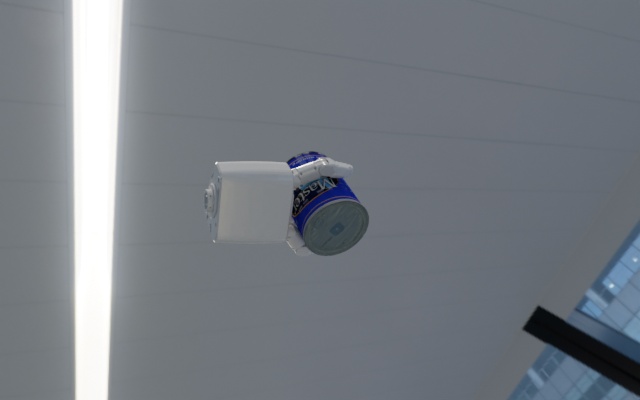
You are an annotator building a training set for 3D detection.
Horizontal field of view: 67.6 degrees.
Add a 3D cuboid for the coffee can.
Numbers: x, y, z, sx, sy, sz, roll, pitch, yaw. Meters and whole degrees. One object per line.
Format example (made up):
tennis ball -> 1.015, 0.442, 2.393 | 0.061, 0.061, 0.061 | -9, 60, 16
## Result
coffee can -> 0.000, 0.002, 0.746 | 0.103, 0.103, 0.140 | 0, 35, -26
